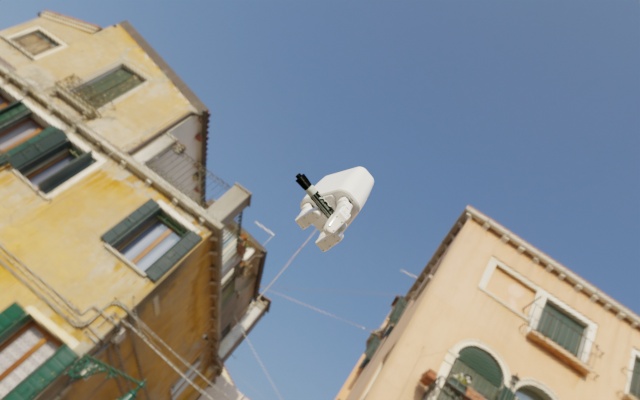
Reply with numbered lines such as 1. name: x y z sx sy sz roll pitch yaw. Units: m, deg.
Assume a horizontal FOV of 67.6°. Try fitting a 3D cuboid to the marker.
1. marker: 0.000 0.003 0.803 0.020 0.121 0.020 -39 10 8
